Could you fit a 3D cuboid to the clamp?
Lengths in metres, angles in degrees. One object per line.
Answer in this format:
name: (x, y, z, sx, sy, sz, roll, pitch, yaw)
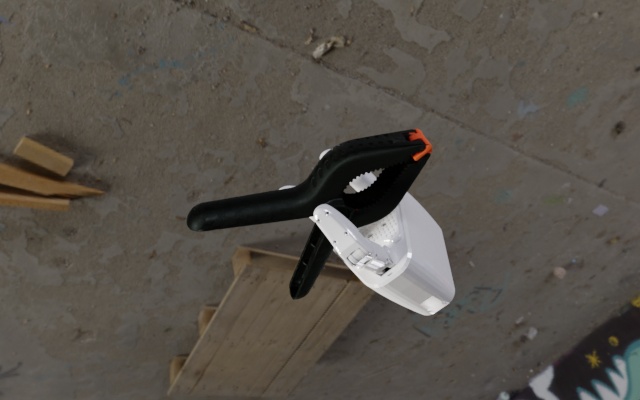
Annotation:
clamp: (0.001, 0.002, 0.425, 0.210, 0.036, 0.165, -40, -47, 16)
